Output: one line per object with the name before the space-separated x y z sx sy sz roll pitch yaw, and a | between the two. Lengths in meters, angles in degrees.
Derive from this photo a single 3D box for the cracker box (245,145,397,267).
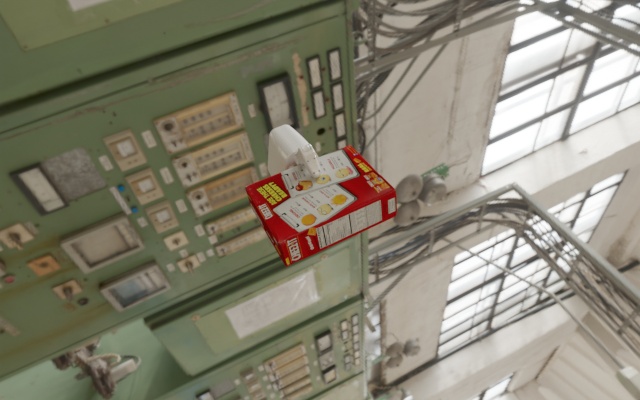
cracker box | 0.000 0.003 0.829 0.213 0.072 0.164 -24 42 -13
